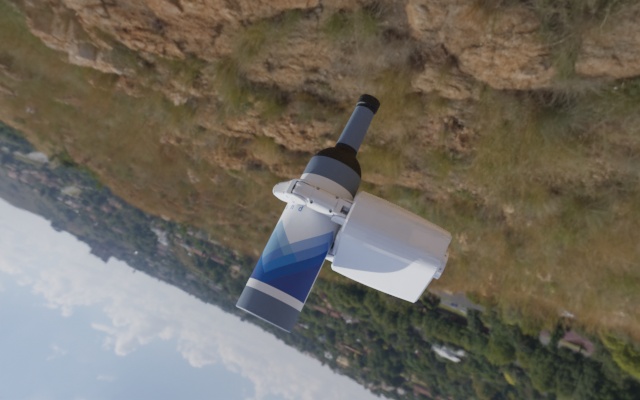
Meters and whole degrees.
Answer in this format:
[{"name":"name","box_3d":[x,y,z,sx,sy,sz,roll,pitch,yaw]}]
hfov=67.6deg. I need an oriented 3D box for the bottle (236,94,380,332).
[{"name":"bottle","box_3d":[0.000,0.002,0.557,0.069,0.295,0.069,24,-16,7]}]
